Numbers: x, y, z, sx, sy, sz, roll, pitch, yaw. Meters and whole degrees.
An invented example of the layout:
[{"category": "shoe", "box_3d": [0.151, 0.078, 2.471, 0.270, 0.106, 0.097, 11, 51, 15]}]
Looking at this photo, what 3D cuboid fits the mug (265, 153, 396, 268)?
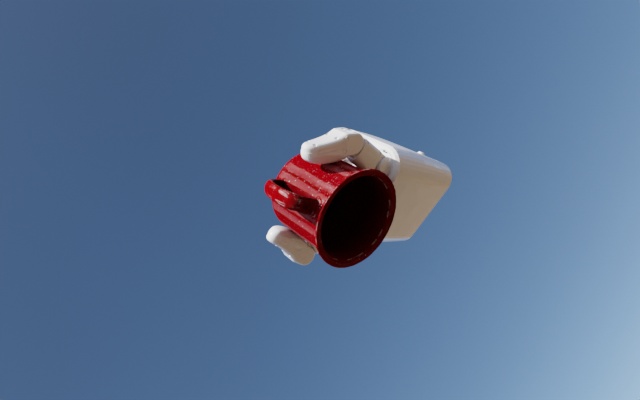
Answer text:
[{"category": "mug", "box_3d": [-0.001, 0.001, 0.432, 0.117, 0.093, 0.081, 8, 16, -43]}]
